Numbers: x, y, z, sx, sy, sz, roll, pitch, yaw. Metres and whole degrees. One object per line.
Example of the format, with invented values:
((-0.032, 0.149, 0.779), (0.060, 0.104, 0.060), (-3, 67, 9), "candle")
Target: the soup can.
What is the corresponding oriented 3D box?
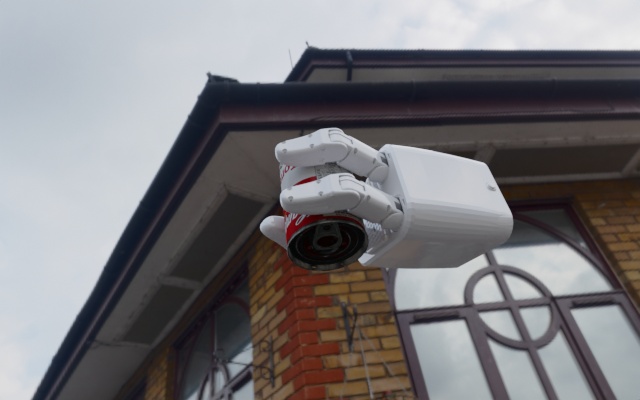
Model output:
((0.000, 0.001, 0.424), (0.068, 0.102, 0.069), (-5, -41, -5), "soup can")
